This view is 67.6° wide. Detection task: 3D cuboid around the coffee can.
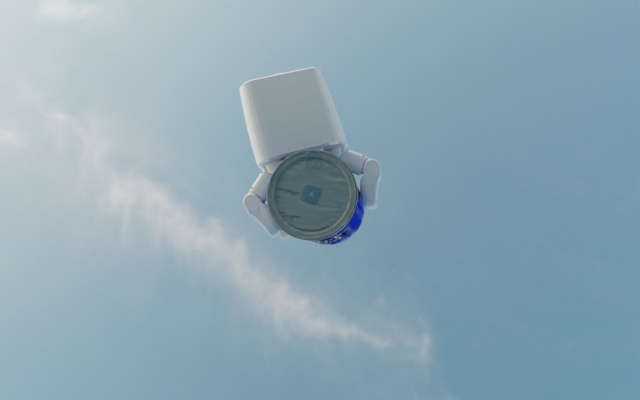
[{"bbox_3d":[0.000,0.002,0.596,0.103,0.103,0.140,0,-7,9],"label":"coffee can"}]
